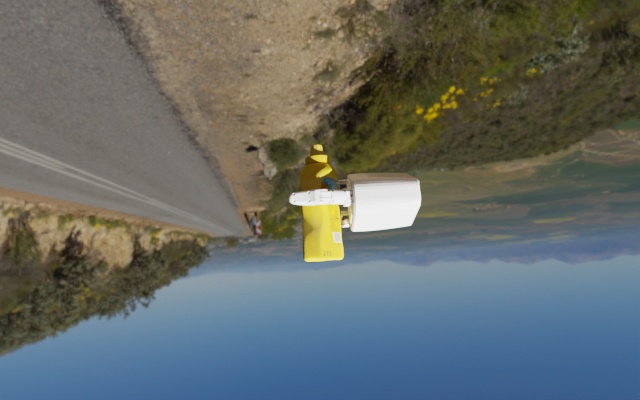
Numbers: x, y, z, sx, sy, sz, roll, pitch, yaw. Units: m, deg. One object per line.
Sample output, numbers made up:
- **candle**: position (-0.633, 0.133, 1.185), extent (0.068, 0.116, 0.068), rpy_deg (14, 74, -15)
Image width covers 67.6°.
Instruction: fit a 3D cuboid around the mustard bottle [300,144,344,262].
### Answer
- **mustard bottle**: position (0.000, 0.003, 0.783), extent (0.058, 0.191, 0.096), rpy_deg (-7, -8, 23)
